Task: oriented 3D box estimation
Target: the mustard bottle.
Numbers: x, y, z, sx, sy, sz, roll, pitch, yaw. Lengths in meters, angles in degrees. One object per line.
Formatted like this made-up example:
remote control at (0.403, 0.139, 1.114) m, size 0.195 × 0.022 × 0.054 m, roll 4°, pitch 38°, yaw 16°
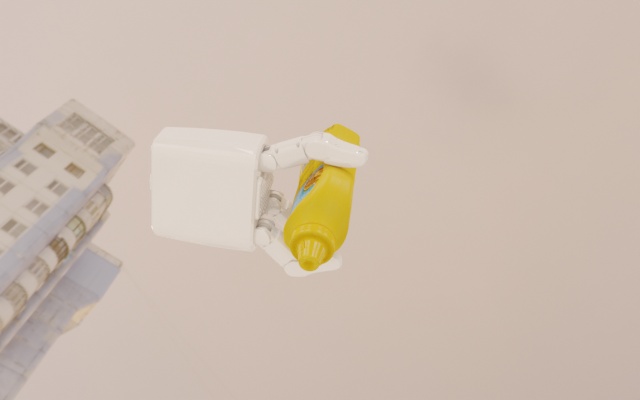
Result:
mustard bottle at (0.000, 0.002, 0.488) m, size 0.058 × 0.096 × 0.191 m, roll 28°, pitch 33°, yaw -11°
